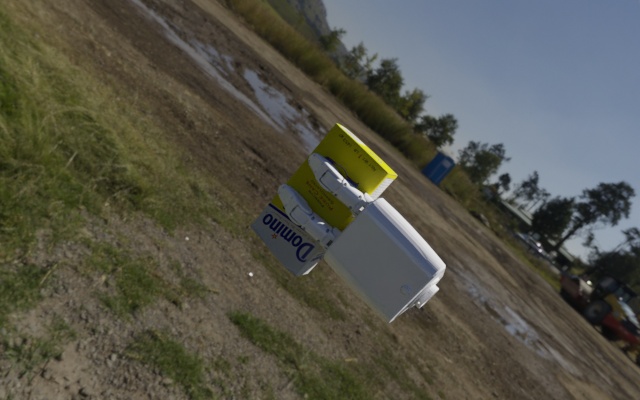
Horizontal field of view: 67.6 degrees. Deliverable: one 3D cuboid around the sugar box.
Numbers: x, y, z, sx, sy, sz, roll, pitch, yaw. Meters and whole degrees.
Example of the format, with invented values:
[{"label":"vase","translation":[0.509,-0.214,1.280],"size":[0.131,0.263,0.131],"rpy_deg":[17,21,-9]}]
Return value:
[{"label":"sugar box","translation":[0.000,0.002,0.593],"size":[0.093,0.176,0.048],"rpy_deg":[46,15,19]}]
